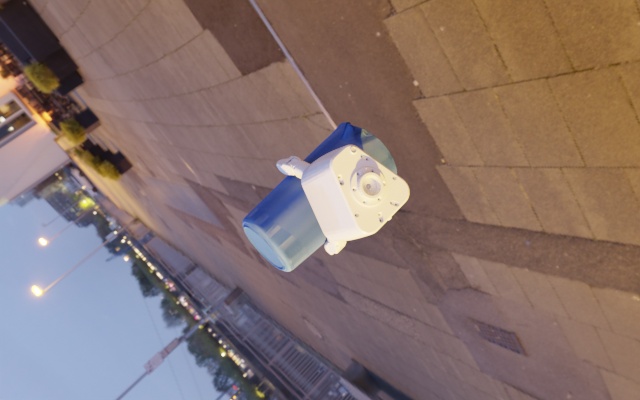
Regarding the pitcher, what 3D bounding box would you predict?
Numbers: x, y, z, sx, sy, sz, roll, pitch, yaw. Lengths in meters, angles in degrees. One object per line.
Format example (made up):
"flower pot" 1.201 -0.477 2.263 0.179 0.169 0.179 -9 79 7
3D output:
"pitcher" 0.000 0.002 0.767 0.242 0.149 0.145 -43 9 -20
